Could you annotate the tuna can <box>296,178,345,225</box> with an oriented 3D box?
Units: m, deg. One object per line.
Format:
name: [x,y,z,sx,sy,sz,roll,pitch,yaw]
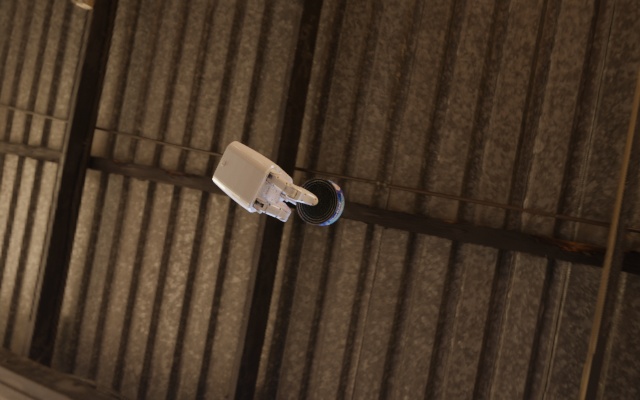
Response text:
tuna can: [0.000,0.003,0.870,0.086,0.086,0.034,0,-6,28]
